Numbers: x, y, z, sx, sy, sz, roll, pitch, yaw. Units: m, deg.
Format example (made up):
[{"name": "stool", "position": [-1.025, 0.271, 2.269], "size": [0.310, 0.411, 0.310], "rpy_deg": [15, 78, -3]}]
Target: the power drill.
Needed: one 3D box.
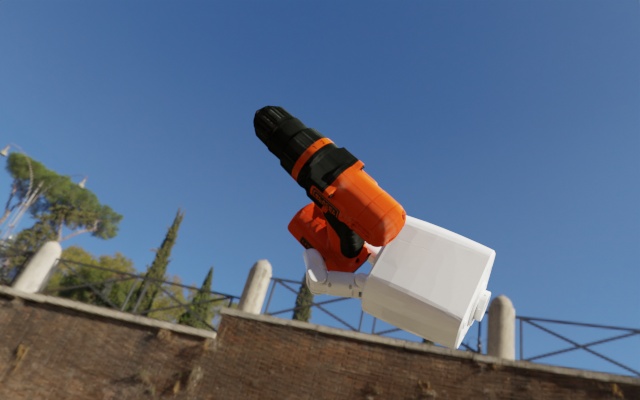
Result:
[{"name": "power drill", "position": [0.000, 0.002, 0.517], "size": [0.057, 0.184, 0.188], "rpy_deg": [-40, -18, -17]}]
